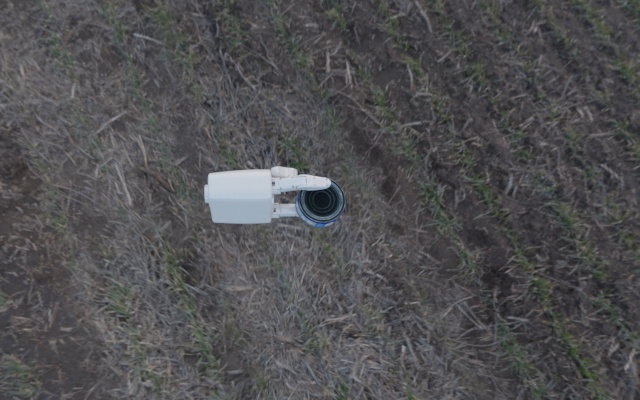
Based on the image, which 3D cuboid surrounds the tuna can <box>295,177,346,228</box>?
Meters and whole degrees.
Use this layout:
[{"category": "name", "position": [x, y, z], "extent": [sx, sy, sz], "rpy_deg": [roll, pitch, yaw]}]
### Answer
[{"category": "tuna can", "position": [0.000, 0.003, 0.835], "extent": [0.086, 0.086, 0.034], "rpy_deg": [0, -17, -10]}]
